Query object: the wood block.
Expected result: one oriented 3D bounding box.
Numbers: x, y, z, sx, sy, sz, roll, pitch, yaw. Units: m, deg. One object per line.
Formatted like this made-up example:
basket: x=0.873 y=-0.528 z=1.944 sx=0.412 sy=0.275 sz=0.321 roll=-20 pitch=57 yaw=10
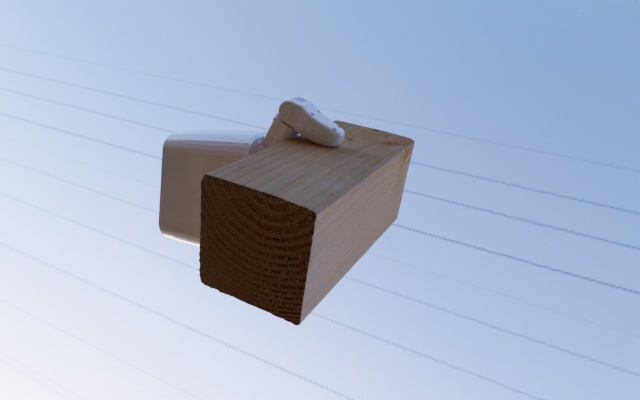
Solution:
wood block: x=0.000 y=0.001 z=0.406 sx=0.090 sy=0.091 sz=0.206 roll=18 pitch=27 yaw=22
